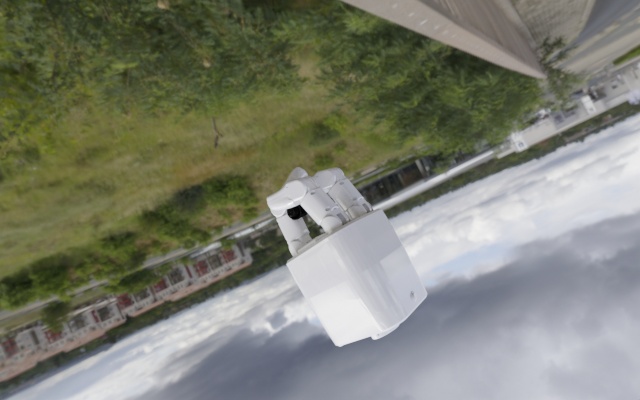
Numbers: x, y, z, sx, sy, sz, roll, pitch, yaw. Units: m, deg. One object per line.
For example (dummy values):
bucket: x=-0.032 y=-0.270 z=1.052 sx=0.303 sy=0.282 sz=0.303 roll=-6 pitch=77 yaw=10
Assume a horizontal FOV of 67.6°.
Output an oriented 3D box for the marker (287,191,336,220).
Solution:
marker: x=0.000 y=0.002 z=0.551 sx=0.020 sy=0.020 sz=0.121 roll=0 pitch=10 yaw=32
